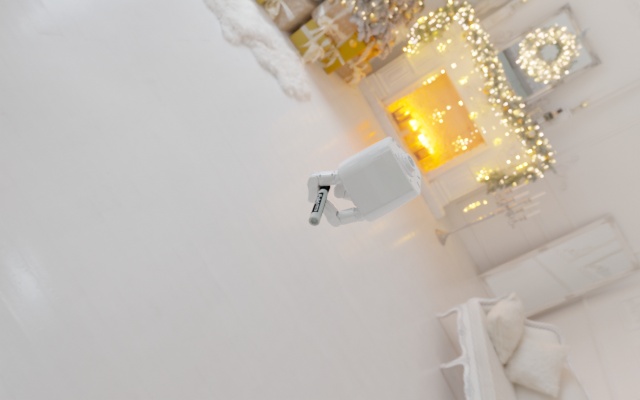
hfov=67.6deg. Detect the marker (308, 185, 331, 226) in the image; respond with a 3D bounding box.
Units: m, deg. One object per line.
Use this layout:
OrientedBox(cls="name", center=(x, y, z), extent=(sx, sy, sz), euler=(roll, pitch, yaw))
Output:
OrientedBox(cls="marker", center=(0.000, 0.003, 0.826), extent=(0.020, 0.020, 0.121), euler=(0, 31, 12))
